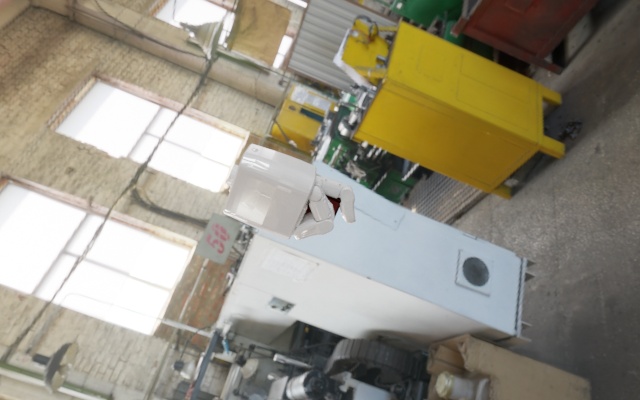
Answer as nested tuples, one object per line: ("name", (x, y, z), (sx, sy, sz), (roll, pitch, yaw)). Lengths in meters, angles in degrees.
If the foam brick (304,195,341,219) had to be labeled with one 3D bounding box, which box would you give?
("foam brick", (0.000, 0.003, 0.761), (0.051, 0.053, 0.078), (21, 17, -6))
